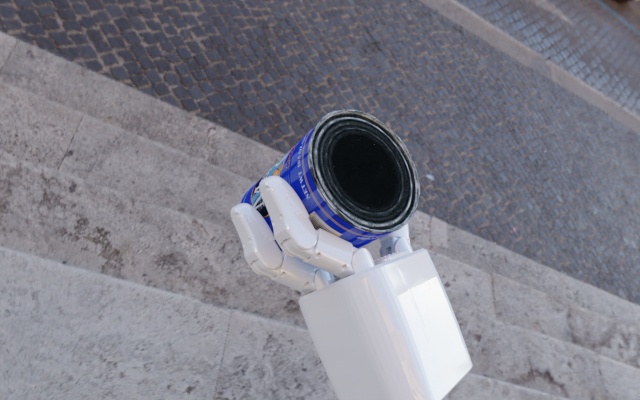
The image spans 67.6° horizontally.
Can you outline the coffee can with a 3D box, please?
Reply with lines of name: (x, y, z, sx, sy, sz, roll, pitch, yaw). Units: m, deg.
coffee can: (0.000, 0.001, 0.412, 0.103, 0.102, 0.140, 0, -21, -33)
